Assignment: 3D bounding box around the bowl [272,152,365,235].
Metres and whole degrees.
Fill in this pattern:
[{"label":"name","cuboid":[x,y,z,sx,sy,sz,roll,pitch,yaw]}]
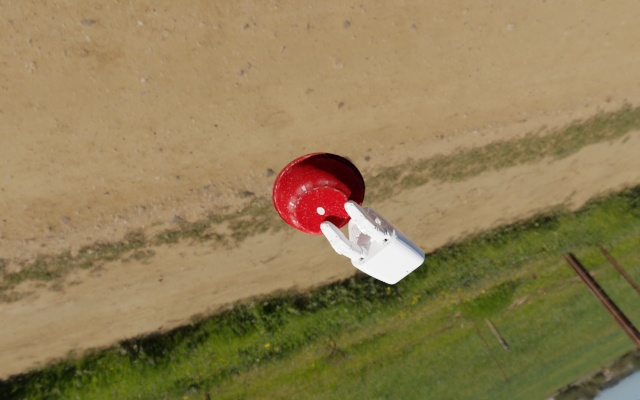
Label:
[{"label":"bowl","cuboid":[-0.001,0.002,0.800,0.162,0.162,0.055,0,33,-7]}]
